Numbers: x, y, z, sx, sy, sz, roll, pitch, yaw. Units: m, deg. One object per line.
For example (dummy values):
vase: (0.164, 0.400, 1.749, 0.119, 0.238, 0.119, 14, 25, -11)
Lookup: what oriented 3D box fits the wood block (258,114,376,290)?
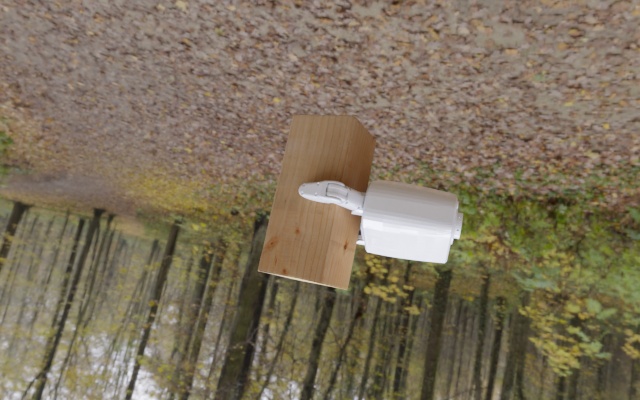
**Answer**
wood block: (0.000, 0.002, 0.619, 0.090, 0.206, 0.091, 7, -11, 27)
